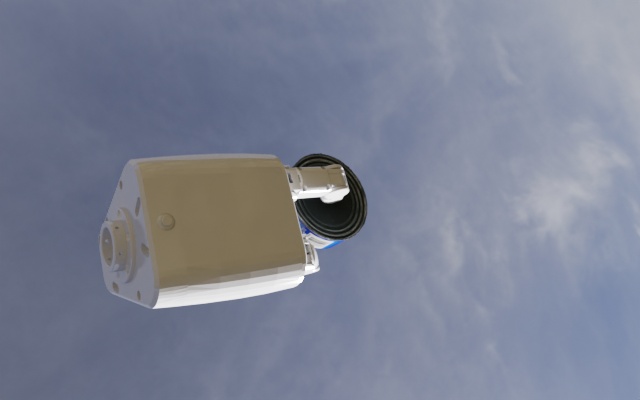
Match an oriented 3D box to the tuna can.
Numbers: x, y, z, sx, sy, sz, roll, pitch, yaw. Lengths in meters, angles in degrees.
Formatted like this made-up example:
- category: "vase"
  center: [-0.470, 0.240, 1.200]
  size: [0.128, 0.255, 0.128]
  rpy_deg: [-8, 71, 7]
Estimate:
- category: "tuna can"
  center: [0.000, 0.002, 0.447]
  size: [0.086, 0.086, 0.034]
  rpy_deg: [0, -22, -35]
